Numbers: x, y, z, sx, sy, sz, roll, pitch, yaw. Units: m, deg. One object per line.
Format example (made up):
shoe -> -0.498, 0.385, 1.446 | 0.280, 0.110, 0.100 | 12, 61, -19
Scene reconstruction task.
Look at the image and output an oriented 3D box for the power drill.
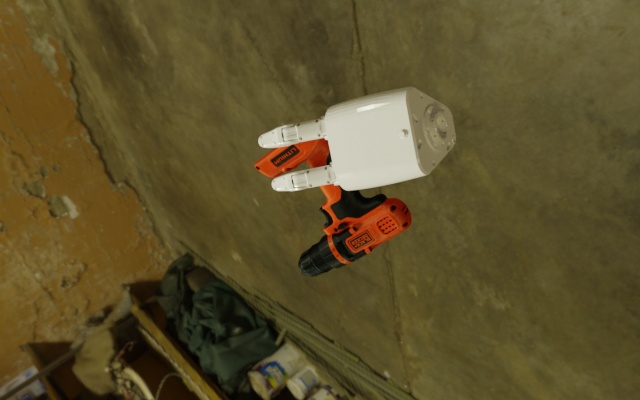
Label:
power drill -> 0.000, 0.002, 0.636 | 0.184, 0.188, 0.057 | -33, 11, 28
